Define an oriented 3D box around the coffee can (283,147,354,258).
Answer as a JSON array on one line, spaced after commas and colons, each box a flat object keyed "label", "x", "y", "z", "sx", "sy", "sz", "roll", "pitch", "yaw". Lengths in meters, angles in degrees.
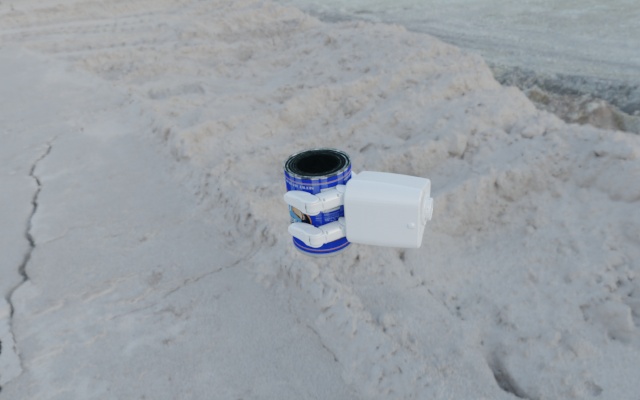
[{"label": "coffee can", "x": 0.000, "y": 0.003, "z": 0.743, "sx": 0.103, "sy": 0.140, "sz": 0.102, "roll": -4, "pitch": 30, "yaw": 2}]
